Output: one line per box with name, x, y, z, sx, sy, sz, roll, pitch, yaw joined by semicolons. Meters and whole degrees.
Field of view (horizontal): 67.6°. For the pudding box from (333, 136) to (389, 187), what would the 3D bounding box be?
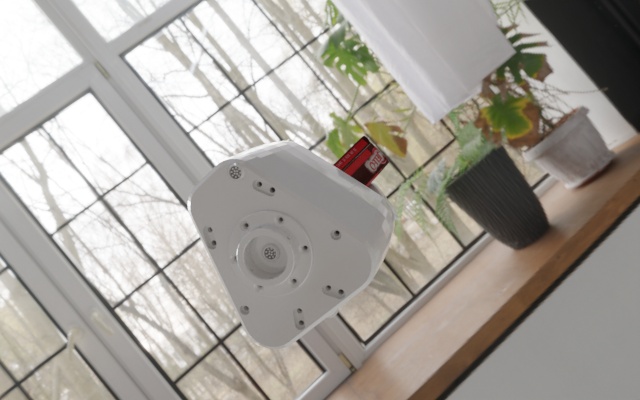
pudding box;0.000;0.001;0.428;0.113;0.039;0.090;-39;3;44
